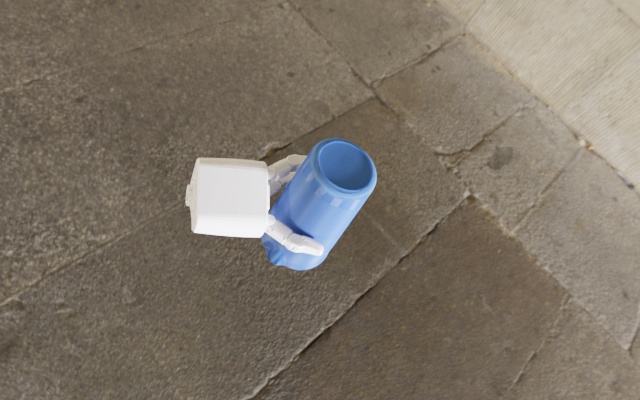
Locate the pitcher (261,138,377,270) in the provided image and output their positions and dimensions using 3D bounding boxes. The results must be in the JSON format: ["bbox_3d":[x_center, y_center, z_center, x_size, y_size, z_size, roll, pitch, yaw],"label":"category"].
[{"bbox_3d":[0.000,0.003,0.792,0.145,0.149,0.243,5,-32,-21],"label":"pitcher"}]
